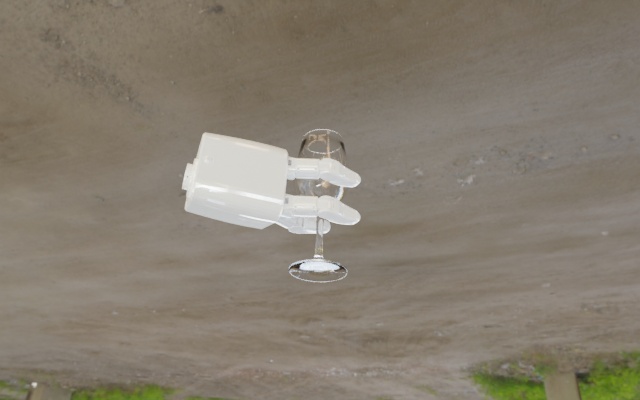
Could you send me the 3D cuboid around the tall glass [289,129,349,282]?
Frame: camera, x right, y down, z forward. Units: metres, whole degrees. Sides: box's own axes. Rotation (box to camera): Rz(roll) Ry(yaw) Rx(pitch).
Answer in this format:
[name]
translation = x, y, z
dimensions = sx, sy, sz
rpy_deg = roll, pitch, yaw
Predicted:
[tall glass]
translation = 0.000, 0.003, 0.644
dimensions = 0.079, 0.201, 0.079
rpy_deg = 2, -29, 1
